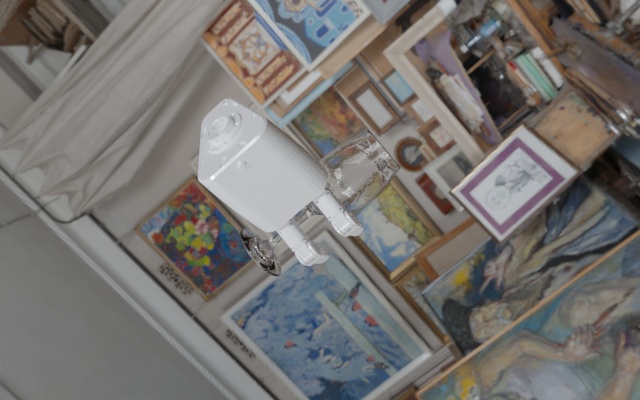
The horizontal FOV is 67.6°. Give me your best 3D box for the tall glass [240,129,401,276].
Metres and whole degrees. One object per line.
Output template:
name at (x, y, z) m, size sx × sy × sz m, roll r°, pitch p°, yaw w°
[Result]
tall glass at (0.000, 0.002, 0.579) m, size 0.201 × 0.079 × 0.079 m, roll -40°, pitch -8°, yaw 10°
